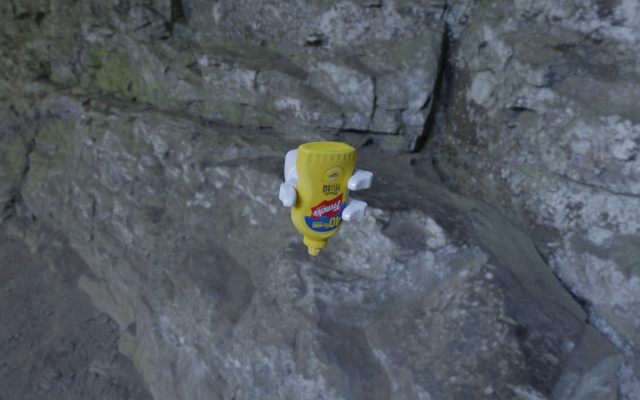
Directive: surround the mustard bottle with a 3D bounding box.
[{"bbox_3d":[0.000,0.002,0.783,0.096,0.192,0.058,-7,27,-33],"label":"mustard bottle"}]
